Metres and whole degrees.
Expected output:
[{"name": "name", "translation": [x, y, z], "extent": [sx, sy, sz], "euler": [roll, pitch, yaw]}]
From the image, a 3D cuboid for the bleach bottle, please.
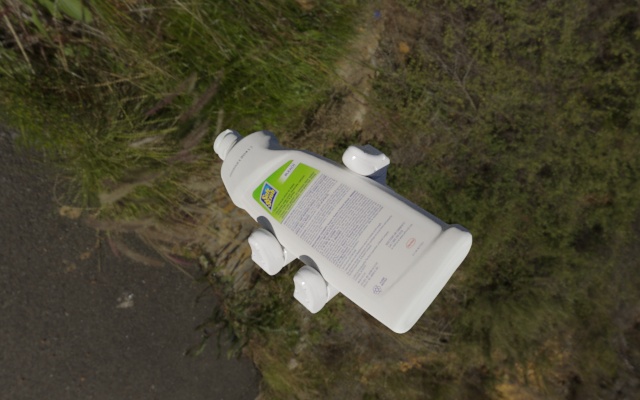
[{"name": "bleach bottle", "translation": [0.000, 0.001, 0.429], "extent": [0.250, 0.102, 0.068], "euler": [37, -5, 25]}]
